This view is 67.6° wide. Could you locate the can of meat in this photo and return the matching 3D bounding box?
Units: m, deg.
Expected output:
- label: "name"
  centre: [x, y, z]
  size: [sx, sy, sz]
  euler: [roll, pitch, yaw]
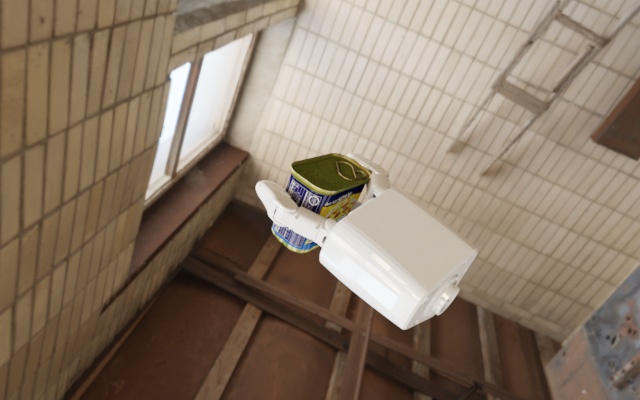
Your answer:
- label: "can of meat"
  centre: [0.000, 0.002, 0.526]
  size: [0.057, 0.084, 0.102]
  euler: [36, 31, 24]
